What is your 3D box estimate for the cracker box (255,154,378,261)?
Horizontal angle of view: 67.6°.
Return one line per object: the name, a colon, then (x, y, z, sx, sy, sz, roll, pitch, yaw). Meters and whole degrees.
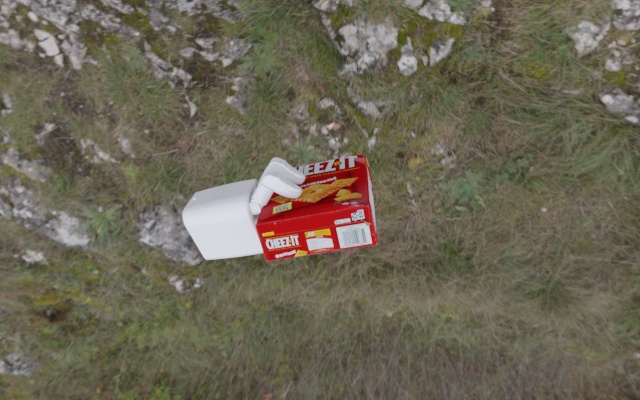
cracker box: (0.000, 0.003, 0.751, 0.164, 0.072, 0.213, -10, 24, 8)
